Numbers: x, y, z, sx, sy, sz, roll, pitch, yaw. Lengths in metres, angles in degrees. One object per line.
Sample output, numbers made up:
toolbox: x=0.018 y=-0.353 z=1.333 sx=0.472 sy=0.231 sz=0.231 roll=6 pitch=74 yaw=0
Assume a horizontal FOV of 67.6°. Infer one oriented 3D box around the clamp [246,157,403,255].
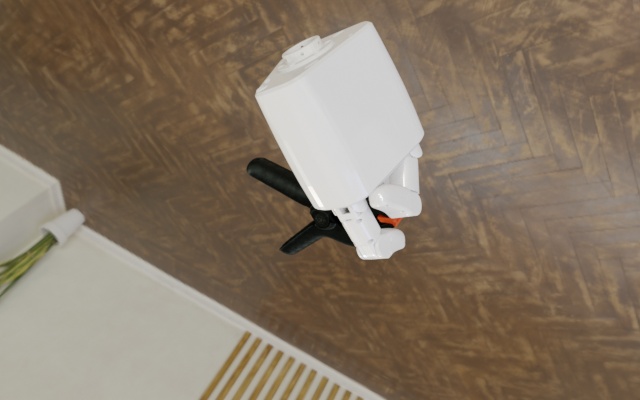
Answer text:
clamp: x=0.000 y=0.002 z=0.480 sx=0.171 sy=0.120 sz=0.039 roll=-9 pitch=33 yaw=38
